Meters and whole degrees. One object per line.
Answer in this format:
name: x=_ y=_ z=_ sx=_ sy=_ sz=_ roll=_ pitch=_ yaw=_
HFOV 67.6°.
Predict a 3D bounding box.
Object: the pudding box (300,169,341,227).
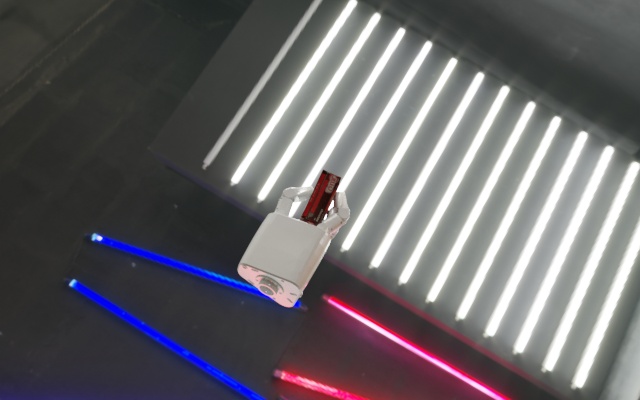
pudding box: x=0.000 y=0.003 z=0.824 sx=0.039 sy=0.090 sz=0.113 roll=26 pitch=-8 yaw=1
